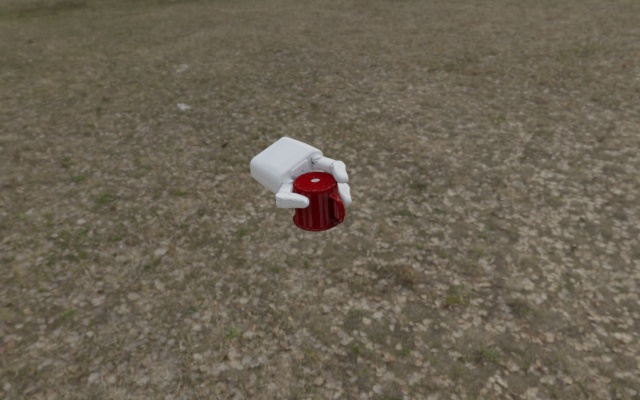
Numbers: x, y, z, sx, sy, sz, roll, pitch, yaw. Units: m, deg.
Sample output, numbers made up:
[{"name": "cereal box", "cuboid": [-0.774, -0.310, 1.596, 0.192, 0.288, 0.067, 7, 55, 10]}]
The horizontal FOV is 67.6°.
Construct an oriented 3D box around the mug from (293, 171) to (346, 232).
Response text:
[{"name": "mug", "cuboid": [0.001, 0.003, 0.873, 0.093, 0.081, 0.117, -25, 37, -33]}]
